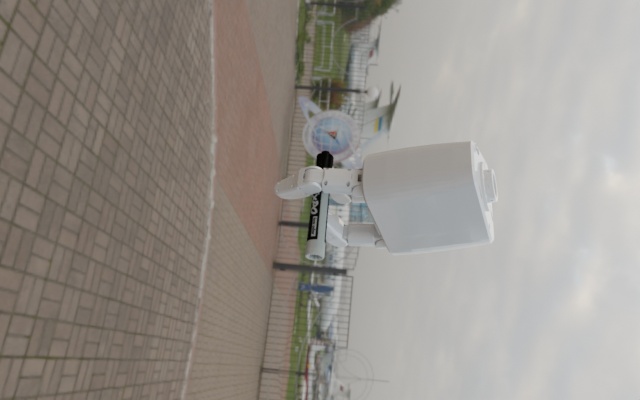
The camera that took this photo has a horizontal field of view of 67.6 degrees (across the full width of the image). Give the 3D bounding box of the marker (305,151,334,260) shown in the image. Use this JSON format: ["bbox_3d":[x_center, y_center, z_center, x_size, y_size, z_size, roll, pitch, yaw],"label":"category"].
[{"bbox_3d":[0.000,0.002,0.488,0.020,0.121,0.020,5,-27,3],"label":"marker"}]
